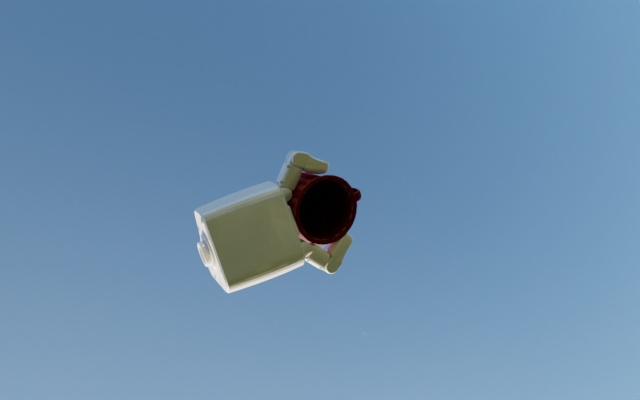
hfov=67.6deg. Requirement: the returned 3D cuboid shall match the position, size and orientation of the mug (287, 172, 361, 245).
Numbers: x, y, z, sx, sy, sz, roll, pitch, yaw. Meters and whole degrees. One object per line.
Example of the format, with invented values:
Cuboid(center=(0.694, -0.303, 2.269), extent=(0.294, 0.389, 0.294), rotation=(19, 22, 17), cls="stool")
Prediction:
Cuboid(center=(0.001, 0.002, 0.662), extent=(0.117, 0.093, 0.081), rotation=(-20, 19, -24), cls="mug")
